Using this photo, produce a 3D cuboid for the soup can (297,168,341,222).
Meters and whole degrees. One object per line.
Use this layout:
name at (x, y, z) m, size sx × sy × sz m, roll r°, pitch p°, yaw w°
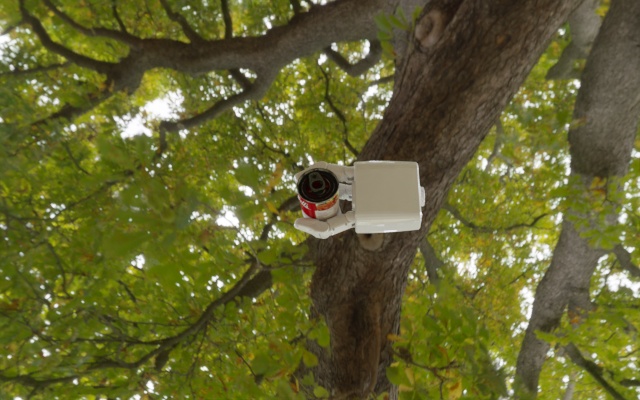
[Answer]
soup can at (0.000, 0.003, 0.795) m, size 0.068 × 0.068 × 0.102 m, roll 0°, pitch -33°, yaw 6°
